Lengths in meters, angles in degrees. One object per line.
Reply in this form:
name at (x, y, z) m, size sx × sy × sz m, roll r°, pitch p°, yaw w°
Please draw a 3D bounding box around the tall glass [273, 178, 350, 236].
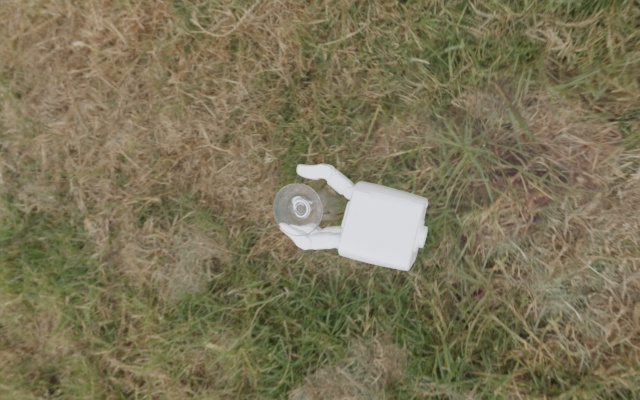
tall glass at (0.000, 0.002, 0.756) m, size 0.079 × 0.079 × 0.201 m, roll 0°, pitch 6°, yaw 19°
